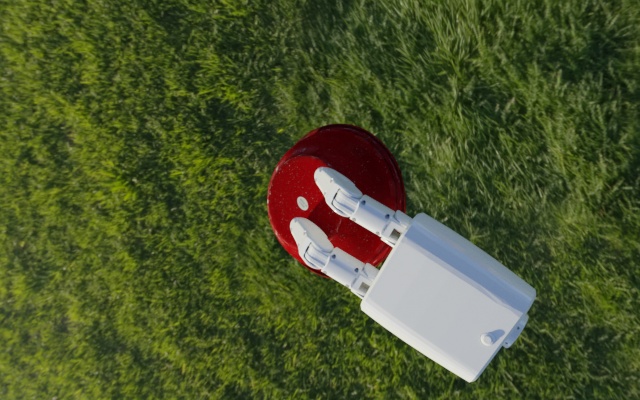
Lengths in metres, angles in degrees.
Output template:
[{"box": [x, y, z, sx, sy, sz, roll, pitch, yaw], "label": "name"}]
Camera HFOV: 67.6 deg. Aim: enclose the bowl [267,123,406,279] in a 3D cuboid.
[{"box": [-0.001, 0.001, 0.475, 0.162, 0.162, 0.055, 0, 1, 36], "label": "bowl"}]
